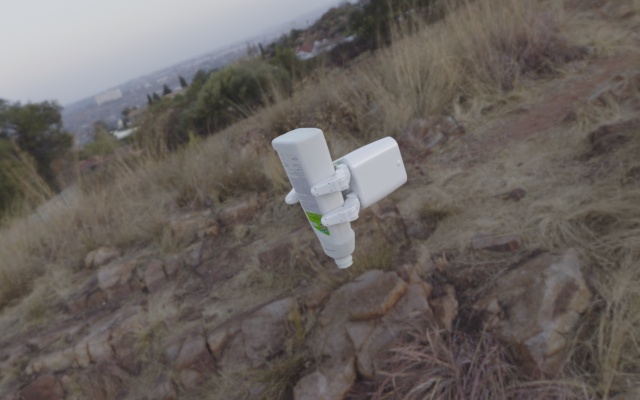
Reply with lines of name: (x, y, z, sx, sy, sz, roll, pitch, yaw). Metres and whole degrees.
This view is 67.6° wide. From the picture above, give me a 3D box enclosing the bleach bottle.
bleach bottle: (0.000, 0.003, 0.828, 0.068, 0.251, 0.102, -29, 21, -23)
